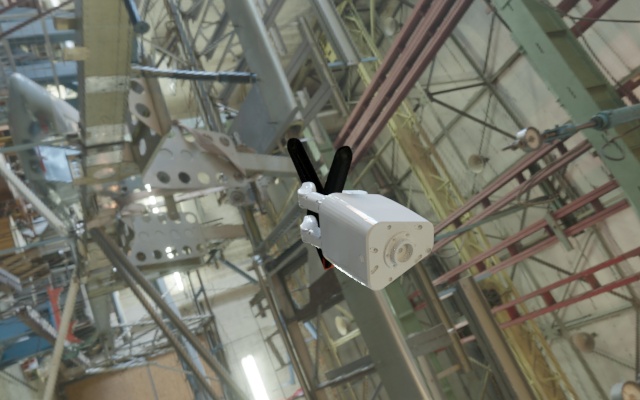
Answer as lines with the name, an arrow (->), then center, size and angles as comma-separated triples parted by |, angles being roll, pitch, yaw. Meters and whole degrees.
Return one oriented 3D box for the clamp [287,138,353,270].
clamp -> 0.001, 0.003, 0.738 | 0.036, 0.210, 0.164 | -16, 25, -27
